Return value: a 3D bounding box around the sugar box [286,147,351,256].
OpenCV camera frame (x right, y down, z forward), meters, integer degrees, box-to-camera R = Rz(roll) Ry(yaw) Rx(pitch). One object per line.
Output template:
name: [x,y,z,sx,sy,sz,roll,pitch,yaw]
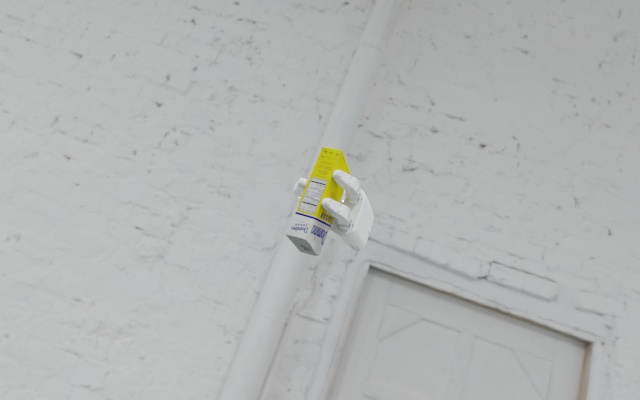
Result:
sugar box: [0.001,0.003,0.848,0.048,0.176,0.093,12,-19,20]
